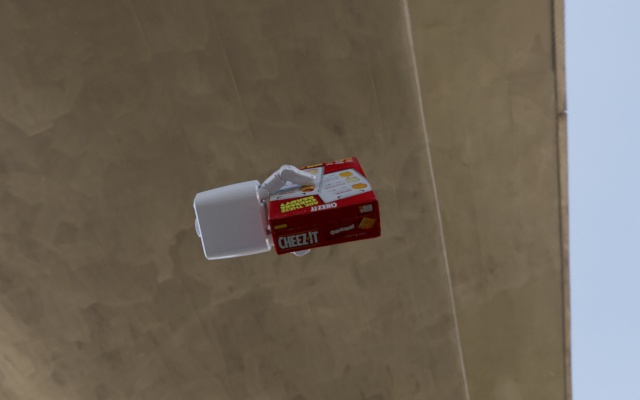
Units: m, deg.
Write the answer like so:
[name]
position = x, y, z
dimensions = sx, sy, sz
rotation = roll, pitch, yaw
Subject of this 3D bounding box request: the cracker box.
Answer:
[cracker box]
position = 0.000, 0.002, 0.799
dimensions = 0.164, 0.072, 0.213
rotation = -11, 23, 0
